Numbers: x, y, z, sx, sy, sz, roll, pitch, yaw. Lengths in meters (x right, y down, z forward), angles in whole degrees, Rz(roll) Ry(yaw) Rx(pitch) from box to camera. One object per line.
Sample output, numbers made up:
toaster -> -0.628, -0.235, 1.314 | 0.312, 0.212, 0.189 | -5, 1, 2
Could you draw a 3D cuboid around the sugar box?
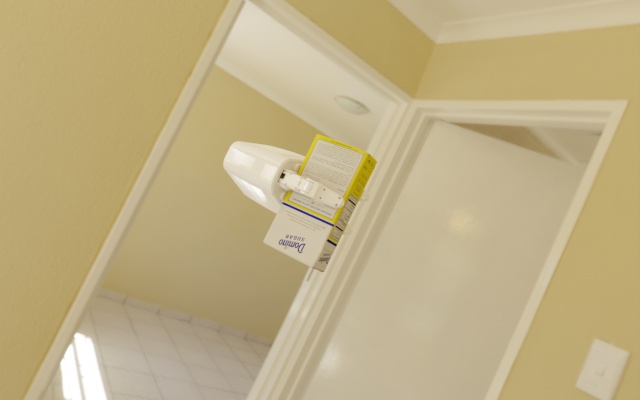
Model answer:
sugar box -> 0.000, 0.002, 0.678 | 0.093, 0.176, 0.048 | 24, -4, 30
